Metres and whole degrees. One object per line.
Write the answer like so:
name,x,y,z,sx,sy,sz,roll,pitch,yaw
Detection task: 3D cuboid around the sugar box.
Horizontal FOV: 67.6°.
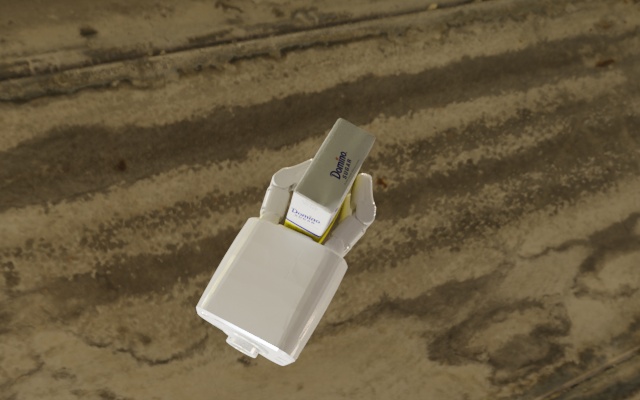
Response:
sugar box,0.000,0.002,0.500,0.048,0.093,0.176,30,-25,1
